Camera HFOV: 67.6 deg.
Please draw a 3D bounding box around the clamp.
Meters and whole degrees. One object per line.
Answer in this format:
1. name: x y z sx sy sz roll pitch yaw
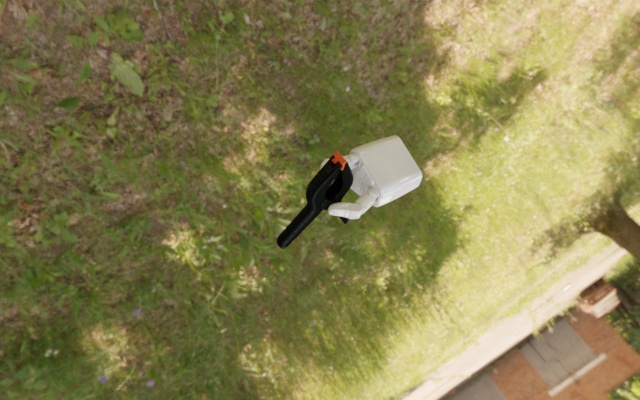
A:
1. clamp: 0.001 0.003 0.852 0.164 0.036 0.210 -25 -31 -27
